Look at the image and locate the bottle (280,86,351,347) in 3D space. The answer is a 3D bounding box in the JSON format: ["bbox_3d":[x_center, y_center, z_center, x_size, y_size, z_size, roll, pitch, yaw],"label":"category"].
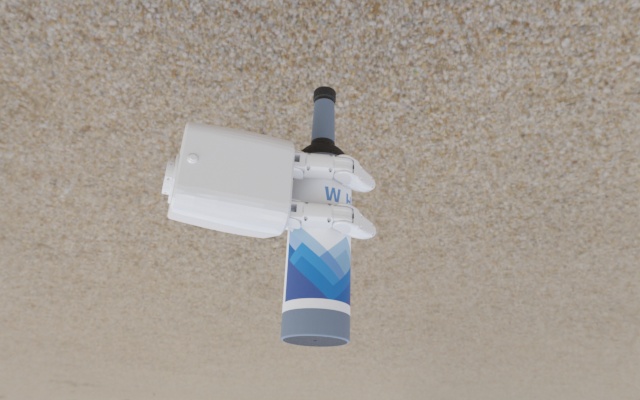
[{"bbox_3d":[0.000,0.002,0.518,0.069,0.295,0.069,2,-25,1],"label":"bottle"}]
